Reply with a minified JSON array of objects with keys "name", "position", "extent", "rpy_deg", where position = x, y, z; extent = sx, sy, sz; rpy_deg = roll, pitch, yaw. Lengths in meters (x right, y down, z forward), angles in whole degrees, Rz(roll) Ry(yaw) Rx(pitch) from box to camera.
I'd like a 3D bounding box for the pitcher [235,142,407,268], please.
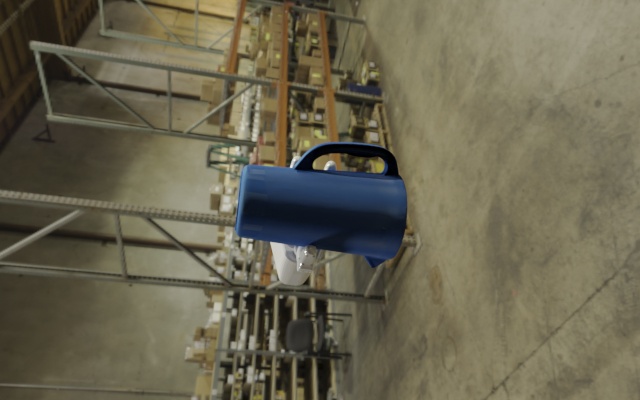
[{"name":"pitcher","position":[0.000,0.002,0.715],"extent":[0.243,0.149,0.145],"rpy_deg":[6,-32,-10]}]
